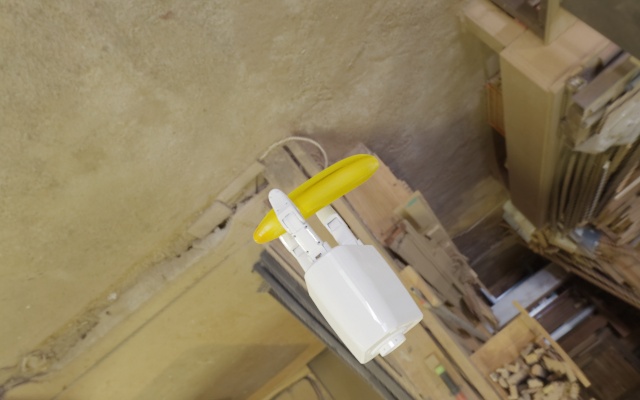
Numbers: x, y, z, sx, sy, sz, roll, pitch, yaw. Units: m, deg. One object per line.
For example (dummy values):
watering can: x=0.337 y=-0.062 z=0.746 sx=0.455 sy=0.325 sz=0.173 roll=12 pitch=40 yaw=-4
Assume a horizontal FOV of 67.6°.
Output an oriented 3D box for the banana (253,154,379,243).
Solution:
banana: x=0.004 y=-0.009 z=0.586 sx=0.198 sy=0.037 sz=0.070 roll=-31 pitch=-22 yaw=-20
